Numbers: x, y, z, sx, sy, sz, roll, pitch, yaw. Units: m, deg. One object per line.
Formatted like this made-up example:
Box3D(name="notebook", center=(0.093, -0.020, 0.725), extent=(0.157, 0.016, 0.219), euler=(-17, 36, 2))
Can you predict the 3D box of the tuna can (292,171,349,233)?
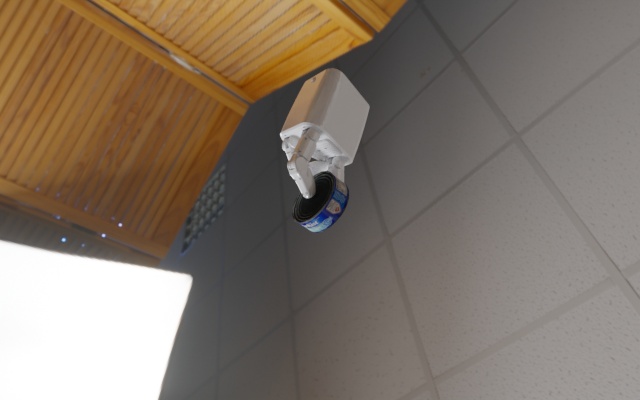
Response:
Box3D(name="tuna can", center=(0.000, 0.003, 0.681), extent=(0.034, 0.086, 0.086), euler=(35, -19, -29))
